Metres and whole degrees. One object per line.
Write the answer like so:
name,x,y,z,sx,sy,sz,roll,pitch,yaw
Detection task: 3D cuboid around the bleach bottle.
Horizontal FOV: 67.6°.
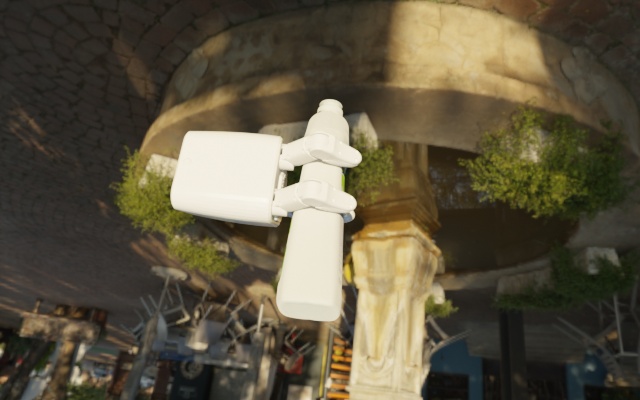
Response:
bleach bottle,0.000,0.002,0.544,0.068,0.250,0.103,5,-23,3
